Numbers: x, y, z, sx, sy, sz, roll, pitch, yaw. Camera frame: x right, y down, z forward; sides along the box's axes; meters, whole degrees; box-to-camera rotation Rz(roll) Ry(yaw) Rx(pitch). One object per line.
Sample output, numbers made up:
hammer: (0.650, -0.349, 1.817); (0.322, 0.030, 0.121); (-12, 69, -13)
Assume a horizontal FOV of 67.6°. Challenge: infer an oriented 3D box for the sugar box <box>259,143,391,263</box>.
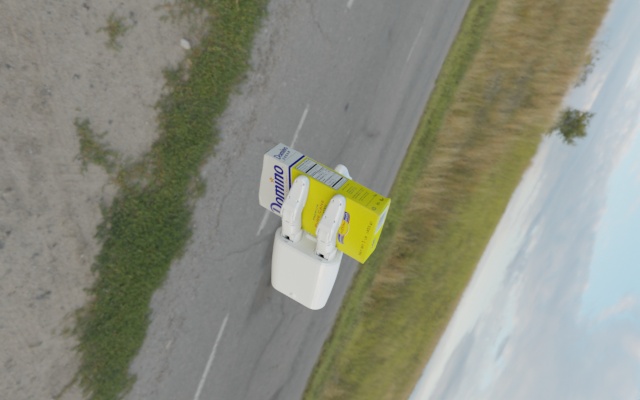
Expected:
sugar box: (0.000, 0.003, 0.642); (0.176, 0.093, 0.048); (26, 42, 16)
